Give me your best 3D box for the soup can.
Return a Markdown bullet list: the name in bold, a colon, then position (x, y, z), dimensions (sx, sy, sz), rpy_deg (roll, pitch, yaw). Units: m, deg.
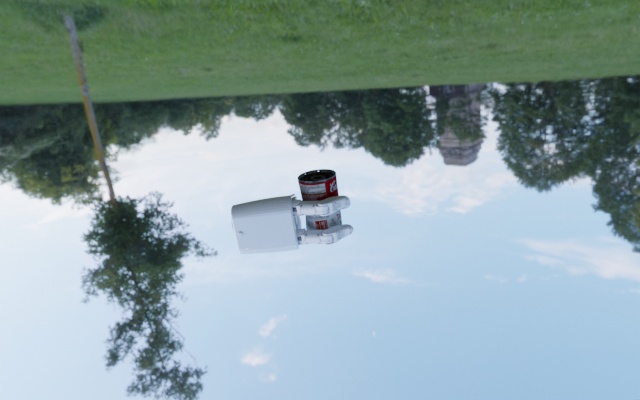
- **soup can**: position (0.001, 0.003, 0.848), dimensions (0.068, 0.102, 0.068), rpy_deg (-7, 20, 3)
